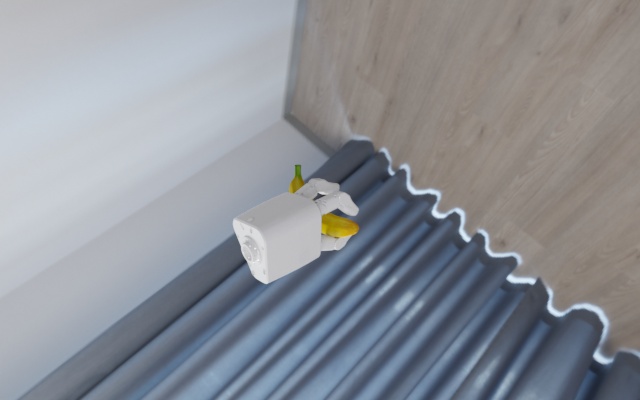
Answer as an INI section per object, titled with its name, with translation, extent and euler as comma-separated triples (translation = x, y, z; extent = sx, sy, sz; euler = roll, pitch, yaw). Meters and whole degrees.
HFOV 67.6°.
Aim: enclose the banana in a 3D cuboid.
[banana]
translation = -0.006, 0.016, 0.845
extent = 0.037, 0.070, 0.197
euler = -13, 43, -35
